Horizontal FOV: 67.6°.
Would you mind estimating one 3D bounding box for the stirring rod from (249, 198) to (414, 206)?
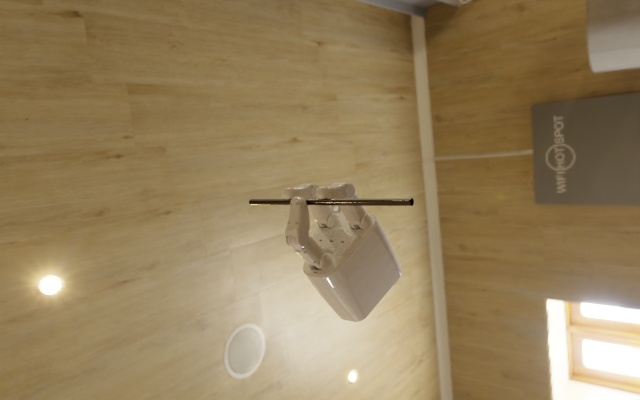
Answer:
[{"bbox_3d":[0.000,0.002,0.560,0.239,0.011,0.011,0,0,40],"label":"stirring rod"}]
